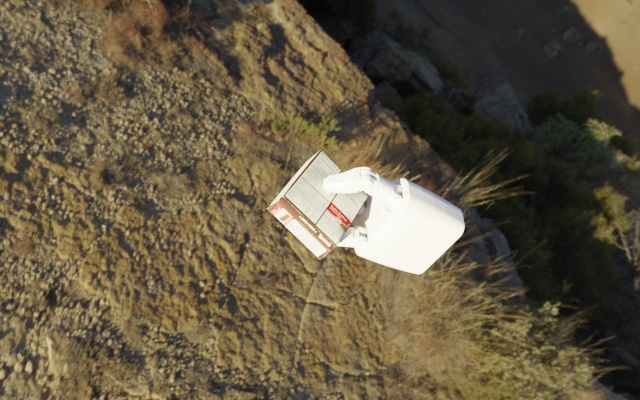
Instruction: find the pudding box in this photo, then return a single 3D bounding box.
[{"bbox_3d":[0.000,0.002,0.589,0.039,0.090,0.113,-40,9,41],"label":"pudding box"}]
